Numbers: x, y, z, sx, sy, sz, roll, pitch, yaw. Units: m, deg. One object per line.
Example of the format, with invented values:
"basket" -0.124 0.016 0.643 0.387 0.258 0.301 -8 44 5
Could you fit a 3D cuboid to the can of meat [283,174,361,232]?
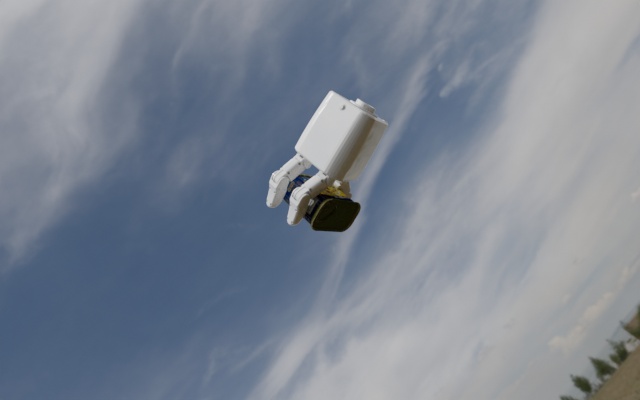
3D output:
"can of meat" 0.000 0.002 0.761 0.084 0.057 0.102 41 20 34
